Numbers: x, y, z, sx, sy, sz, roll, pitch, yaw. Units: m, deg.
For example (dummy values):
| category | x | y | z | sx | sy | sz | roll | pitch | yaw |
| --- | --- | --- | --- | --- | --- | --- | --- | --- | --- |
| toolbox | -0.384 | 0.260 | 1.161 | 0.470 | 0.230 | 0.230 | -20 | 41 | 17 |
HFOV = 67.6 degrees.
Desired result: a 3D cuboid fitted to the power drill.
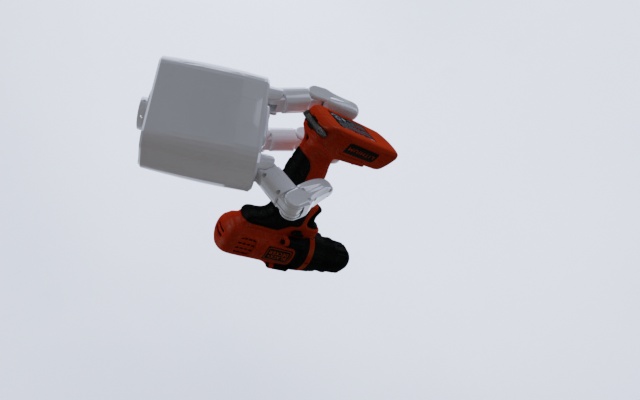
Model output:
| category | x | y | z | sx | sy | sz | roll | pitch | yaw |
| --- | --- | --- | --- | --- | --- | --- | --- | --- | --- |
| power drill | 0.000 | 0.001 | 0.528 | 0.184 | 0.188 | 0.057 | 17 | 26 | -40 |
